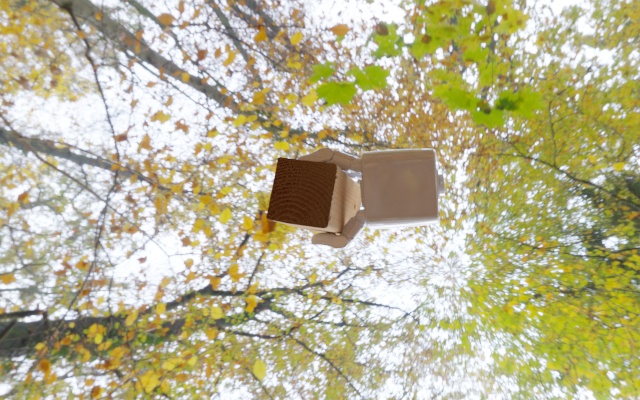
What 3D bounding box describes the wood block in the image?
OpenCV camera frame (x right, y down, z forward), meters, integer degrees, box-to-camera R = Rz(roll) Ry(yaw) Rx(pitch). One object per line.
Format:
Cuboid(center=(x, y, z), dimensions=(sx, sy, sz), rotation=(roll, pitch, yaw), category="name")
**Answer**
Cuboid(center=(0.000, 0.003, 0.743), dimensions=(0.090, 0.091, 0.206), rotation=(8, -6, 16), category="wood block")
